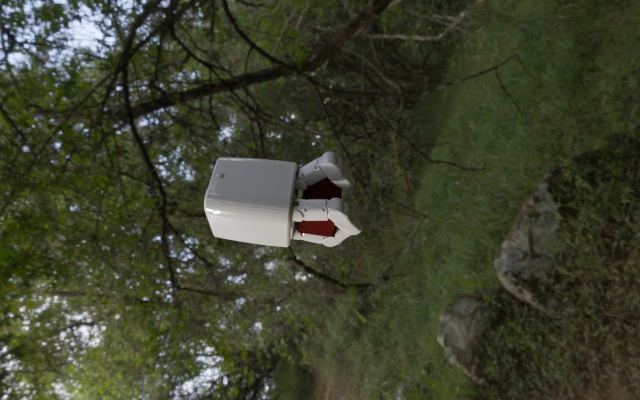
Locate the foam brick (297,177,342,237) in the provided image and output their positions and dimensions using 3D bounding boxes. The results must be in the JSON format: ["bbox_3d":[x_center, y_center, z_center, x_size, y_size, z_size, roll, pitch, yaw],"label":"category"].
[{"bbox_3d":[0.000,0.002,0.650,0.051,0.078,0.053,8,-43,-3],"label":"foam brick"}]
